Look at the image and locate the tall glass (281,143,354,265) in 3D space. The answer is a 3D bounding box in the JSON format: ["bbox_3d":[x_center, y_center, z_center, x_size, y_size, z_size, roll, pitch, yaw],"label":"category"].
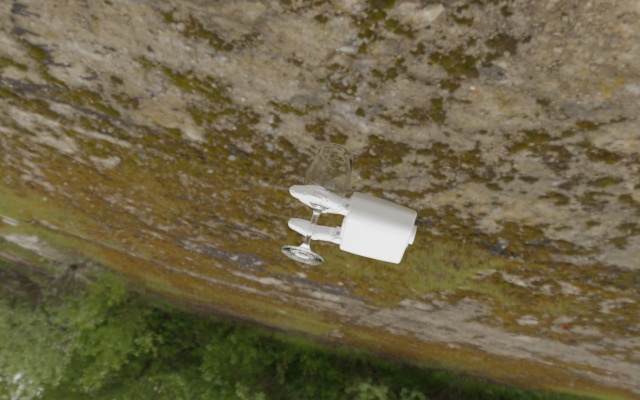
[{"bbox_3d":[0.000,0.003,0.810,0.079,0.201,0.079,16,-22,6],"label":"tall glass"}]
